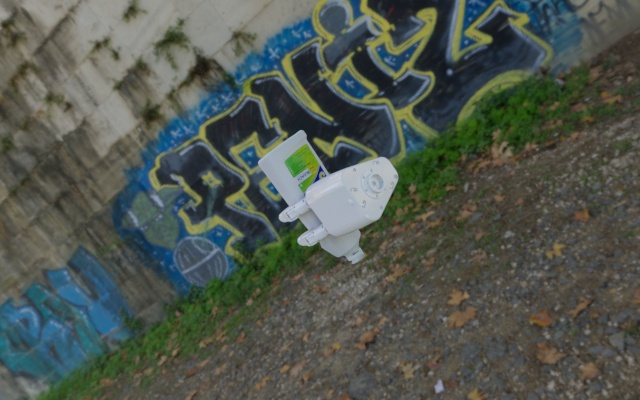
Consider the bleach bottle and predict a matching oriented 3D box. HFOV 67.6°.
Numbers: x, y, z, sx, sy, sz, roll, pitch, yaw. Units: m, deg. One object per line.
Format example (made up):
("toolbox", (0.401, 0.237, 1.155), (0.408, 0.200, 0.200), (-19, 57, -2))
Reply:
("bleach bottle", (0.000, 0.003, 0.865), (0.102, 0.251, 0.068), (-41, 8, -34))
